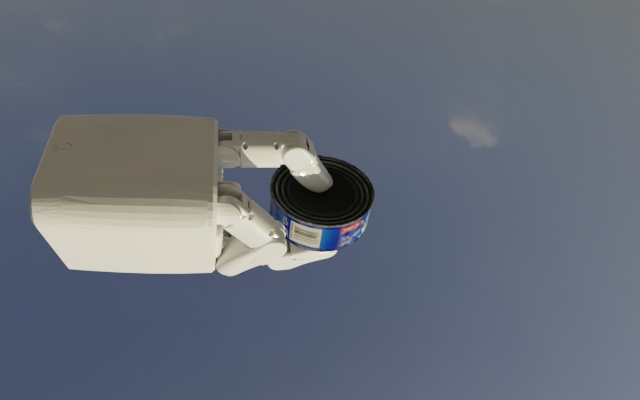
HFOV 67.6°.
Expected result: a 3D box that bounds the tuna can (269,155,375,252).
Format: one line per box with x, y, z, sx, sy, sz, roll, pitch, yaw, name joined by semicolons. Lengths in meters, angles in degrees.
0.000;0.002;0.401;0.086;0.034;0.086;5;43;-5;tuna can
